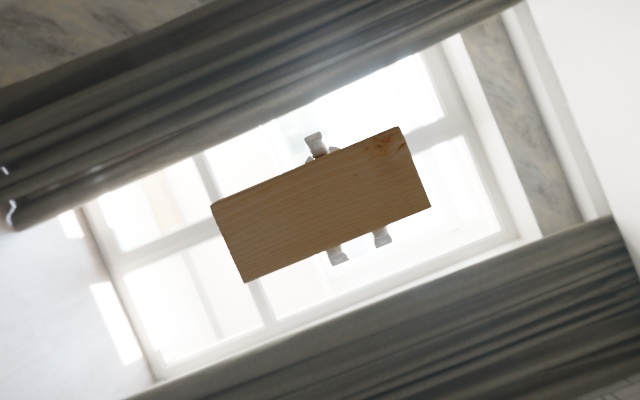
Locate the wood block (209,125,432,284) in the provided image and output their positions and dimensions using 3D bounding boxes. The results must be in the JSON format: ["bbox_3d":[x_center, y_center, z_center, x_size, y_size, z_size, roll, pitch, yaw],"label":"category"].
[{"bbox_3d":[0.000,0.001,0.517,0.206,0.091,0.090,-23,6,4],"label":"wood block"}]
